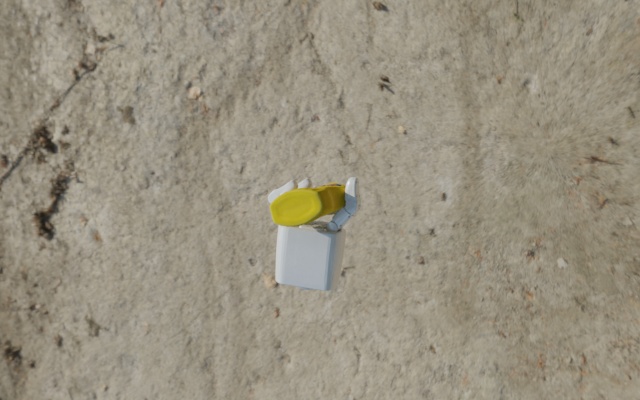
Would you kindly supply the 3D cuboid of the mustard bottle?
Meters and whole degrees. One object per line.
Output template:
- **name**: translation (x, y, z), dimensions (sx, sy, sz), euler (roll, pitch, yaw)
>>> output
- **mustard bottle**: translation (0.000, 0.002, 0.824), dimensions (0.096, 0.058, 0.191), euler (-17, -2, 26)
